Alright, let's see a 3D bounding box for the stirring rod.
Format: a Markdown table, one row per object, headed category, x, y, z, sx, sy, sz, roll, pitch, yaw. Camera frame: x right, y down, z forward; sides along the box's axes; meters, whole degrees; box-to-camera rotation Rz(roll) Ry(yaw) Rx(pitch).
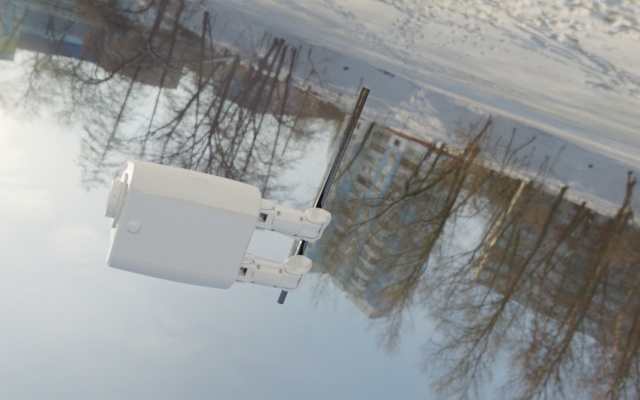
| category | x | y | z | sx | sy | sz | roll | pitch | yaw |
| --- | --- | --- | --- | --- | --- | --- | --- | --- | --- |
| stirring rod | 0.000 | 0.001 | 0.483 | 0.011 | 0.239 | 0.011 | 20 | 15 | -6 |
